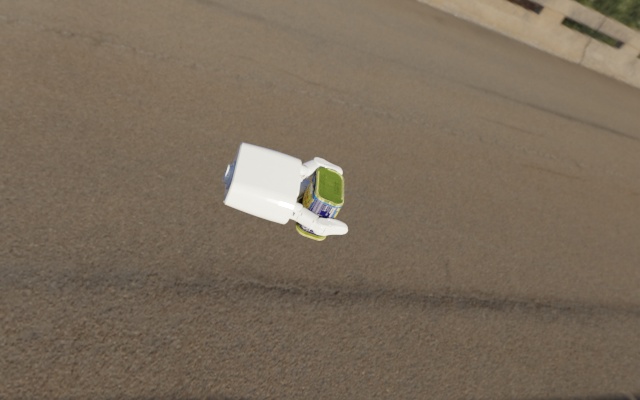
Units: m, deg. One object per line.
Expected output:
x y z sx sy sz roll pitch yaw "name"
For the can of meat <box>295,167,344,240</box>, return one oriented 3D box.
0.000 0.003 0.825 0.057 0.084 0.102 20 36 -13 "can of meat"
